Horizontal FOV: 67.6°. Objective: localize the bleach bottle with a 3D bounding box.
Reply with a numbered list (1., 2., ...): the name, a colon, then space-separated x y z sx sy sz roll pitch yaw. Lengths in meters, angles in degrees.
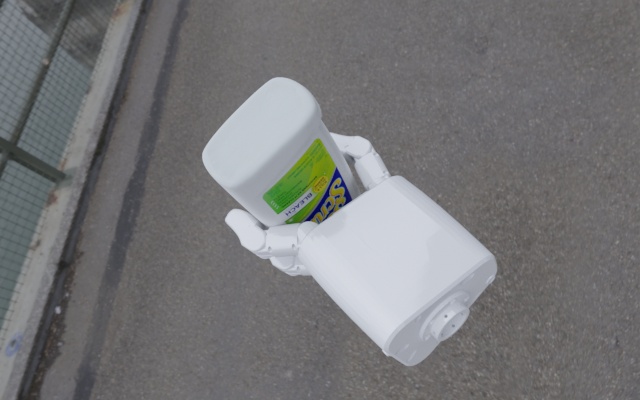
1. bleach bottle: 0.000 0.002 0.461 0.068 0.102 0.251 44 -2 37
